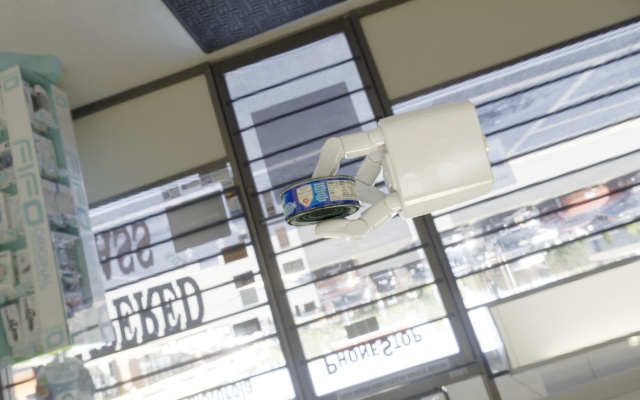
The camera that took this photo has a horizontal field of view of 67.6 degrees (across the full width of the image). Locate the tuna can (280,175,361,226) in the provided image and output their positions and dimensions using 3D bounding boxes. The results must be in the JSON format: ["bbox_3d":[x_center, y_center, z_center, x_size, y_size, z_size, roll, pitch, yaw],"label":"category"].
[{"bbox_3d":[0.000,0.002,0.526,0.086,0.033,0.086,-11,-13,-3],"label":"tuna can"}]
